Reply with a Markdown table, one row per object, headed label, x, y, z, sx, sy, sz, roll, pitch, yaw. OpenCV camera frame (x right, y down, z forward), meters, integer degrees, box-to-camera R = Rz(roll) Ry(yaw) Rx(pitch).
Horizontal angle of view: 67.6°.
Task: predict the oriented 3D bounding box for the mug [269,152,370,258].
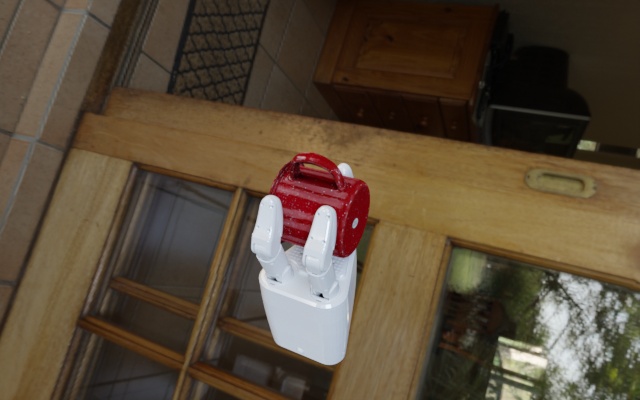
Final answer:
| label | x | y | z | sx | sy | sz | roll | pitch | yaw |
| --- | --- | --- | --- | --- | --- | --- | --- | --- | --- |
| mug | 0.000 | 0.000 | 0.485 | 0.081 | 0.117 | 0.093 | 14 | 43 | 21 |
